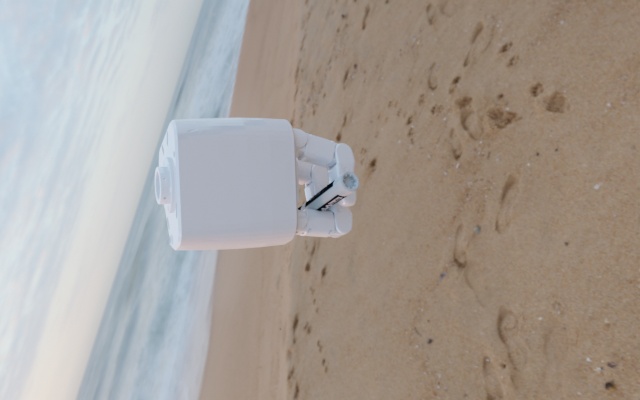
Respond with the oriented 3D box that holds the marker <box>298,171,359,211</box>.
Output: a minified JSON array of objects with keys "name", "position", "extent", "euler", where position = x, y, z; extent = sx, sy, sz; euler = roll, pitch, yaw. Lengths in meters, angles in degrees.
[{"name":"marker","position":[0.000,0.001,0.463],"extent":[0.020,0.020,0.121],"euler":[0,-17,-26]}]
